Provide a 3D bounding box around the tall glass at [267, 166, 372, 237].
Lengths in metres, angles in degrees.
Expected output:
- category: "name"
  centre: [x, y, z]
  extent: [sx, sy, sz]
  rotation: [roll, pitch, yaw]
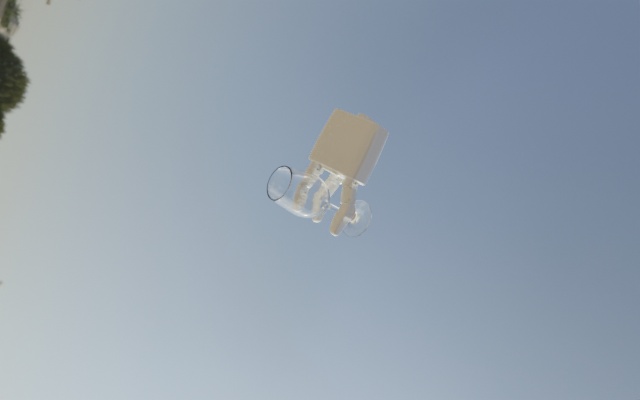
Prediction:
- category: "tall glass"
  centre: [0.001, 0.003, 0.847]
  extent: [0.201, 0.079, 0.079]
  rotation: [24, -17, -41]
